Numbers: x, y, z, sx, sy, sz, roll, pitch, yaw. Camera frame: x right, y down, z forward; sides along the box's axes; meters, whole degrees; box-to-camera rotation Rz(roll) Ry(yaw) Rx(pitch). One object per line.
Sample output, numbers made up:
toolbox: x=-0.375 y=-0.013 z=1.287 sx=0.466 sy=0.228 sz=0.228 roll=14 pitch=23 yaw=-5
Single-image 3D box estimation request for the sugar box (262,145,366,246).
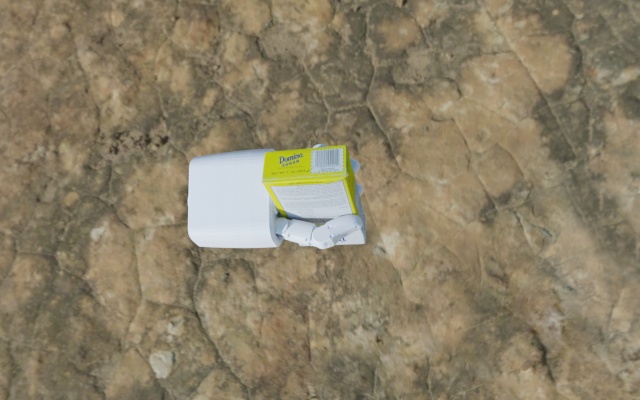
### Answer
sugar box: x=0.000 y=0.001 z=0.573 sx=0.093 sy=0.048 sz=0.176 roll=-3 pitch=-26 yaw=10
